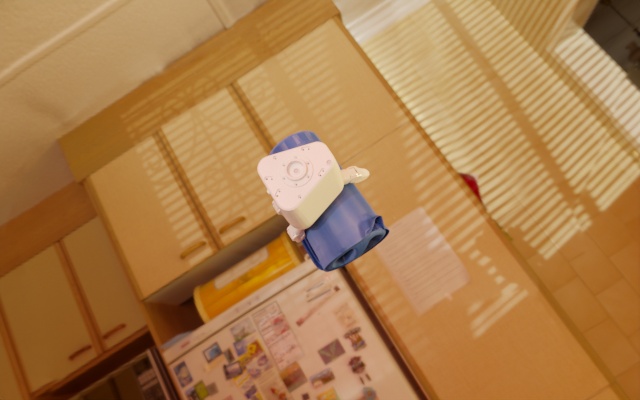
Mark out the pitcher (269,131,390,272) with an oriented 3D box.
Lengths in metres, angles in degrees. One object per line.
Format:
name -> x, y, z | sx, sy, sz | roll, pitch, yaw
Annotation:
pitcher -> 0.000, 0.003, 0.868 | 0.149, 0.242, 0.145 | -33, -18, 1
